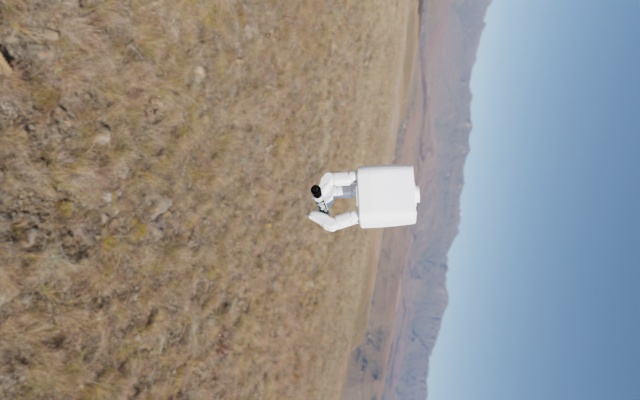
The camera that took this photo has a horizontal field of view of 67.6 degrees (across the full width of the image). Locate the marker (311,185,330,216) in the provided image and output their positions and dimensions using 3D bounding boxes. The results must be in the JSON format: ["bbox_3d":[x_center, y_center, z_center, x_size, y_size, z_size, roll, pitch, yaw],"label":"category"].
[{"bbox_3d":[0.000,0.003,0.895,0.020,0.020,0.121,0,-24,10],"label":"marker"}]
